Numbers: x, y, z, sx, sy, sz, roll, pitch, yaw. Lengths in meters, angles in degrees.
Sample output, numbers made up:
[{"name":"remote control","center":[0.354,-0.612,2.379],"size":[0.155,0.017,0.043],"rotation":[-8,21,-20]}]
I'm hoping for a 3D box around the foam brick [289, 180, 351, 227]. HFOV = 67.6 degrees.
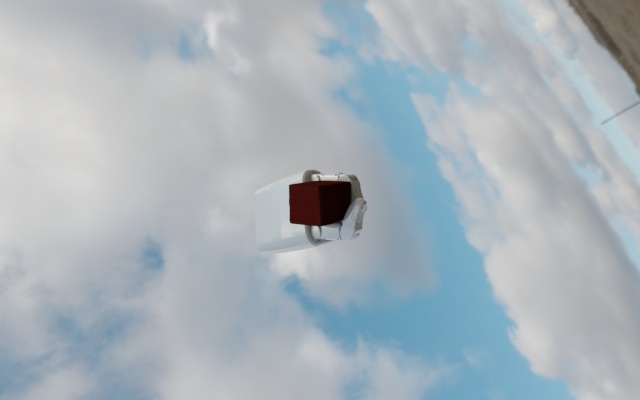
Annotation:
[{"name":"foam brick","center":[0.000,0.002,0.634],"size":[0.051,0.053,0.078],"rotation":[4,8,33]}]
